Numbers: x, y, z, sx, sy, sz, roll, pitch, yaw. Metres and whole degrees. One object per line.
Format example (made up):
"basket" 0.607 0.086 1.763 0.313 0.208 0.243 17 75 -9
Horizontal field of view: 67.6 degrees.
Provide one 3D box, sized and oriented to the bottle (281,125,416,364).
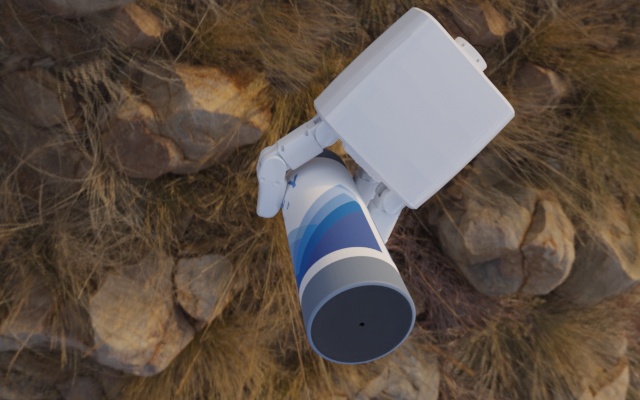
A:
"bottle" 0.000 0.002 0.407 0.069 0.069 0.295 0 30 -11
